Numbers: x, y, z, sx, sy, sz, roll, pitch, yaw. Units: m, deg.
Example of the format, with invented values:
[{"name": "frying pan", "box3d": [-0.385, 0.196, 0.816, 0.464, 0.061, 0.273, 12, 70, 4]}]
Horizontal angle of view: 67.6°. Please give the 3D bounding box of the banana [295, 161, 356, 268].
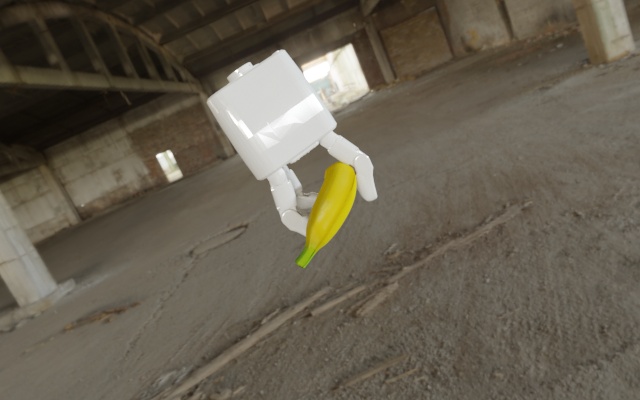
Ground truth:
[{"name": "banana", "box3d": [0.012, -0.007, 0.543, 0.070, 0.037, 0.197, -39, 14, 29]}]
